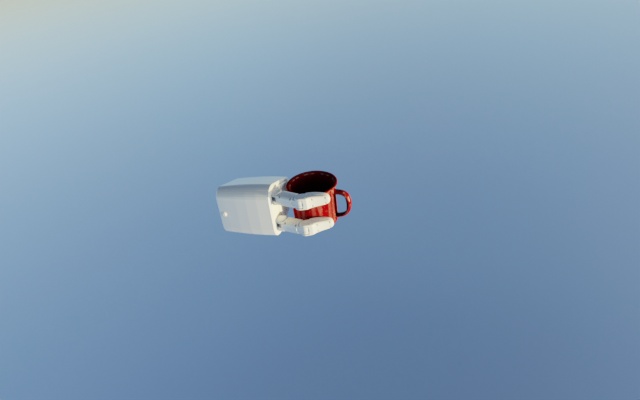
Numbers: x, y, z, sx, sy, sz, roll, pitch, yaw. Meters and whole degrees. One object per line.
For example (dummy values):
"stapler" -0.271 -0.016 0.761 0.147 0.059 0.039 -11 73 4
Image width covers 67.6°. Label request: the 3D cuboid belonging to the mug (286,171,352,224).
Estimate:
"mug" 0.002 0.003 0.873 0.117 0.081 0.093 3 33 16
